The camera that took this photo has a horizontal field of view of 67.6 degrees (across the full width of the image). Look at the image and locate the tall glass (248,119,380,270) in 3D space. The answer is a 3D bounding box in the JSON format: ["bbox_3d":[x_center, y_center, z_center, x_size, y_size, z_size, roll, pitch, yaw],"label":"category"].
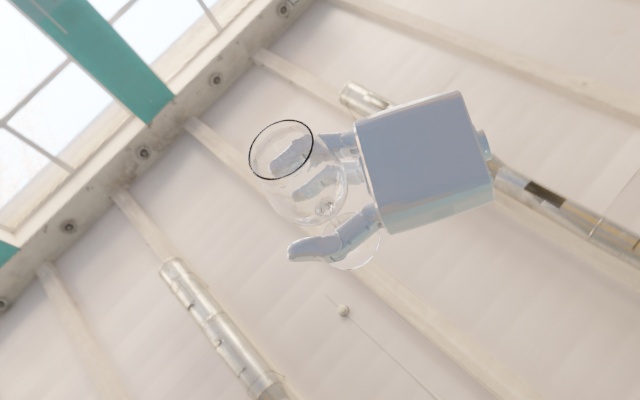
[{"bbox_3d":[0.000,0.002,0.485,0.079,0.079,0.201,0,-27,23],"label":"tall glass"}]
